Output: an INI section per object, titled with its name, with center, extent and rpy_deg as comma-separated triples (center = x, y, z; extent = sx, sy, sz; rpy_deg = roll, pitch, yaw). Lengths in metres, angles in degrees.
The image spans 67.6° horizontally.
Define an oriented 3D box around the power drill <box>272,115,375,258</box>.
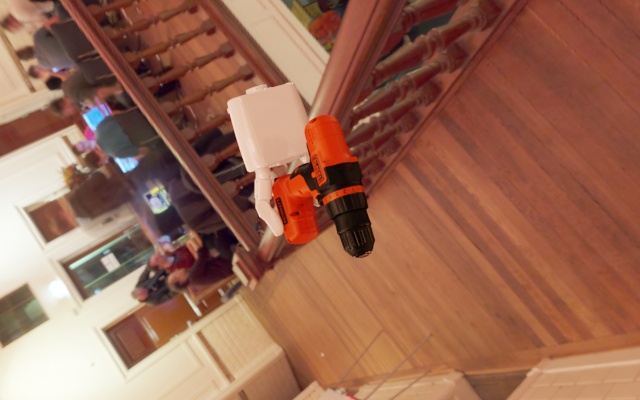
[power drill]
center = 0.000, 0.002, 0.649
extent = 0.057, 0.184, 0.188
rpy_deg = -9, -14, -27
